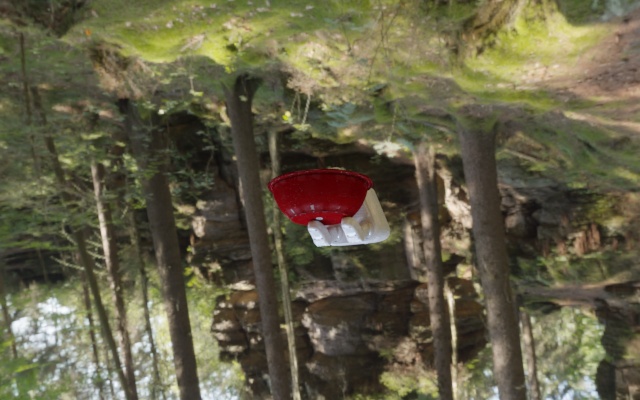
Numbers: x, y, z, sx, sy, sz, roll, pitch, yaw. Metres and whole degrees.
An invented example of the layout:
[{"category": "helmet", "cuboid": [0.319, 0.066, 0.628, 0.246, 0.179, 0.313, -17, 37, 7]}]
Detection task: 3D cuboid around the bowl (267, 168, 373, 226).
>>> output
[{"category": "bowl", "cuboid": [-0.001, 0.003, 0.726, 0.162, 0.055, 0.162, -1, -16, 0]}]
